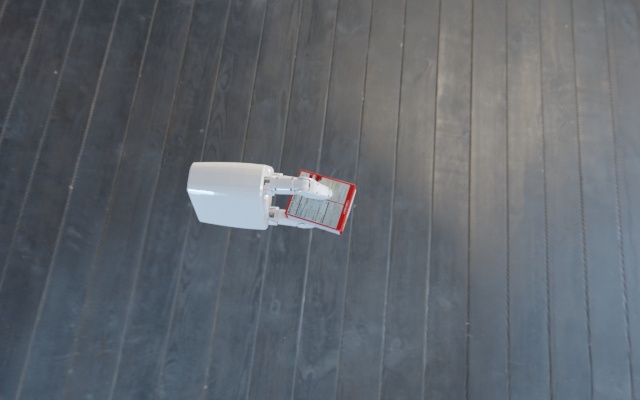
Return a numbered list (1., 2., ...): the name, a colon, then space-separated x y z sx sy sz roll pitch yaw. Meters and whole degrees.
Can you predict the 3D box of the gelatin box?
1. gelatin box: 0.000 0.002 0.704 0.089 0.073 0.030 16 -15 10
